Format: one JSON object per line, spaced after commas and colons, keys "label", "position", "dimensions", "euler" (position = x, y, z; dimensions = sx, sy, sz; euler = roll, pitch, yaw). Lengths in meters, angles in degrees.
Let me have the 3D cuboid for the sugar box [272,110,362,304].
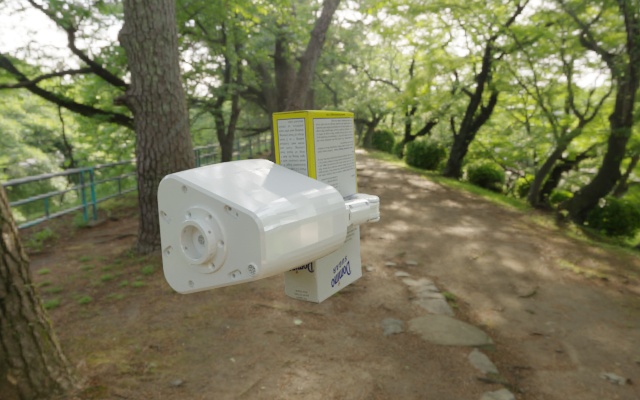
{"label": "sugar box", "position": [0.000, 0.001, 0.471], "dimensions": [0.048, 0.176, 0.093], "euler": [5, 11, 31]}
